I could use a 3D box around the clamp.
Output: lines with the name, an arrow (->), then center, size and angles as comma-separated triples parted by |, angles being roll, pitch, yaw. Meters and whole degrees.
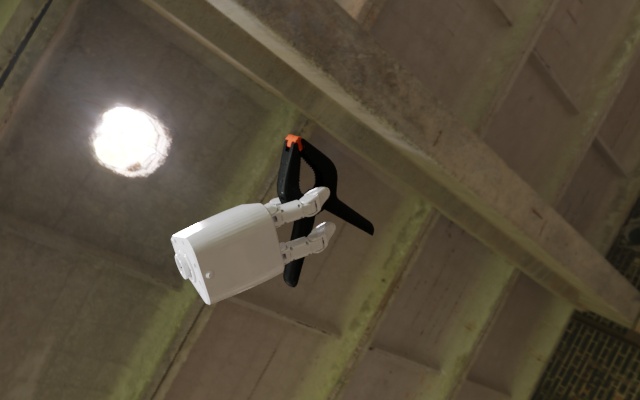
clamp -> -0.001, 0.002, 0.680 | 0.164, 0.210, 0.036 | -24, 26, -28
